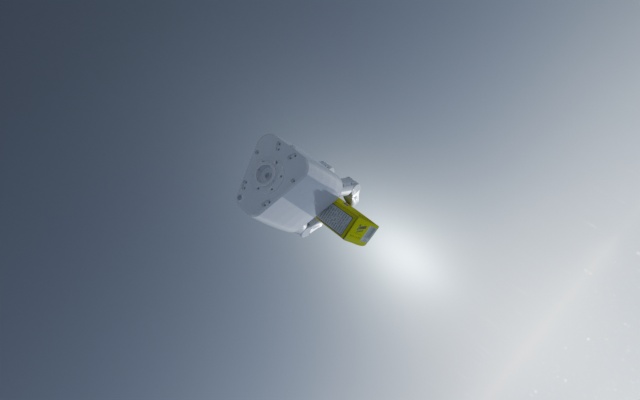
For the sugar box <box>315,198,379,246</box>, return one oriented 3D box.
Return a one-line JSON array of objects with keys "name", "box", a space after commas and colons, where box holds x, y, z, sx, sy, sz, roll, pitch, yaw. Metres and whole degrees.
[{"name": "sugar box", "box": [0.000, 0.002, 0.745, 0.176, 0.048, 0.093, 39, 6, 27]}]
